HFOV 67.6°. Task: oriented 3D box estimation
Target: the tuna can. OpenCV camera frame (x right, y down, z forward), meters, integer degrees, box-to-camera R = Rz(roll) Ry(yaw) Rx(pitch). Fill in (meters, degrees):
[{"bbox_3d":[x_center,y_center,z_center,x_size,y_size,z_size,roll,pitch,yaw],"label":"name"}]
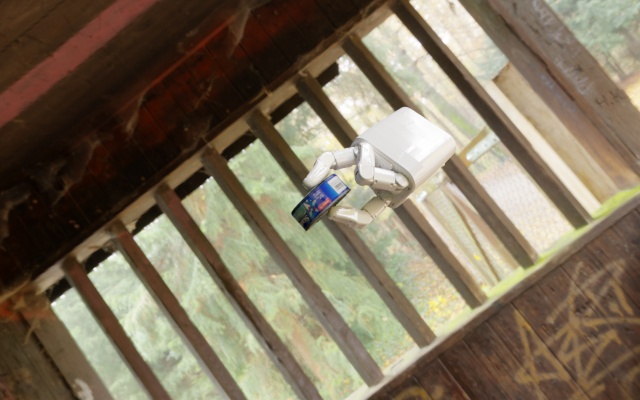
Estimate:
[{"bbox_3d":[0.000,0.002,0.661,0.086,0.034,0.086,-43,-4,-4],"label":"tuna can"}]
